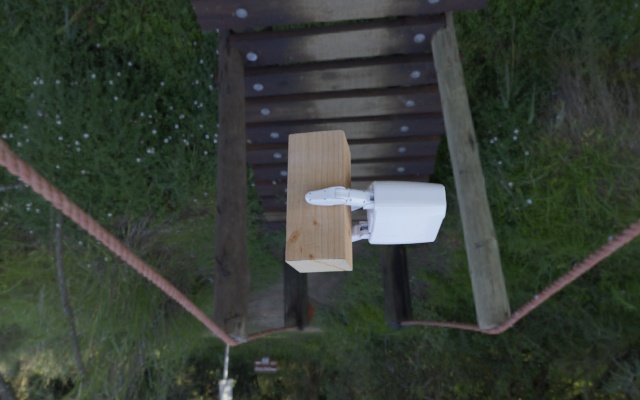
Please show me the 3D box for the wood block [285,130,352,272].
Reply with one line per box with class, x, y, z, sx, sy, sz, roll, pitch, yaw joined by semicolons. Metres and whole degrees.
wood block;0.000;0.003;0.759;0.090;0.206;0.091;-4;-19;10
